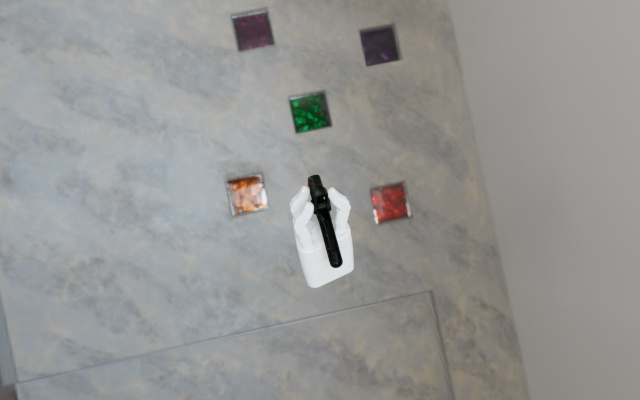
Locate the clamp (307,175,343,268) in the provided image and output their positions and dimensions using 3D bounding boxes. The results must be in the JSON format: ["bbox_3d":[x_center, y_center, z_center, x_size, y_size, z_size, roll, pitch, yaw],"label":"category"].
[{"bbox_3d":[0.001,0.003,0.899,0.036,0.165,0.209,-13,36,-3],"label":"clamp"}]
